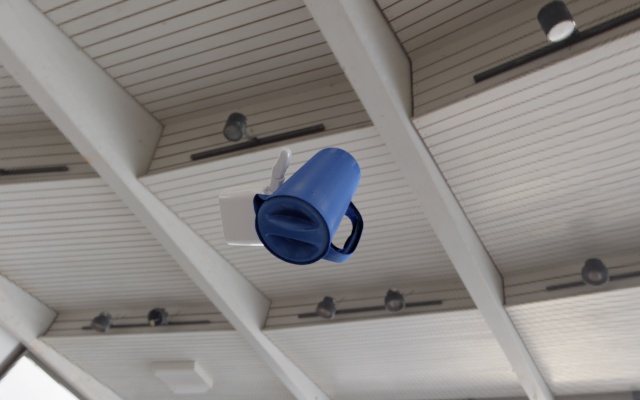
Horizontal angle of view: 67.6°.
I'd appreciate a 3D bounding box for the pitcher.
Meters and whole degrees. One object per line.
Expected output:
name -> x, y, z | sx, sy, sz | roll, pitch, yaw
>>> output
pitcher -> 0.000, 0.003, 0.861 | 0.145, 0.149, 0.242 | -6, 26, 26
